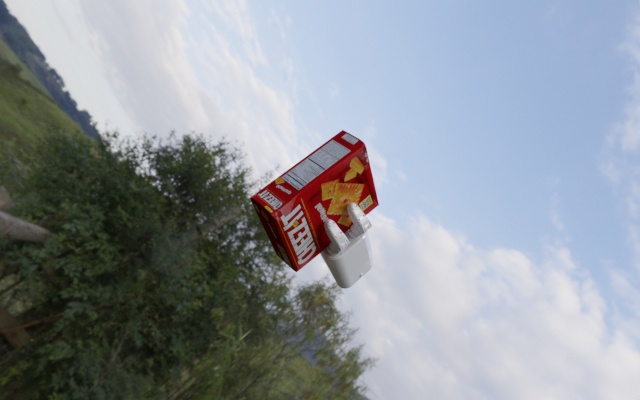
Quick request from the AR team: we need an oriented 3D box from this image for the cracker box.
[{"bbox_3d":[0.000,0.003,0.856,0.213,0.164,0.072,-38,48,-19],"label":"cracker box"}]
